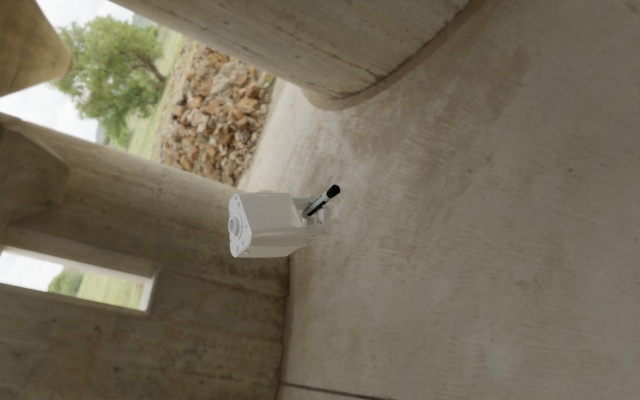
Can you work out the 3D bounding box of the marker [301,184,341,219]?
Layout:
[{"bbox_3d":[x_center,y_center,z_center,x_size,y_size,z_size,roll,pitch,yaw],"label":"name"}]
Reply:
[{"bbox_3d":[0.000,0.003,0.882,0.020,0.020,0.121,0,-25,-34],"label":"marker"}]
